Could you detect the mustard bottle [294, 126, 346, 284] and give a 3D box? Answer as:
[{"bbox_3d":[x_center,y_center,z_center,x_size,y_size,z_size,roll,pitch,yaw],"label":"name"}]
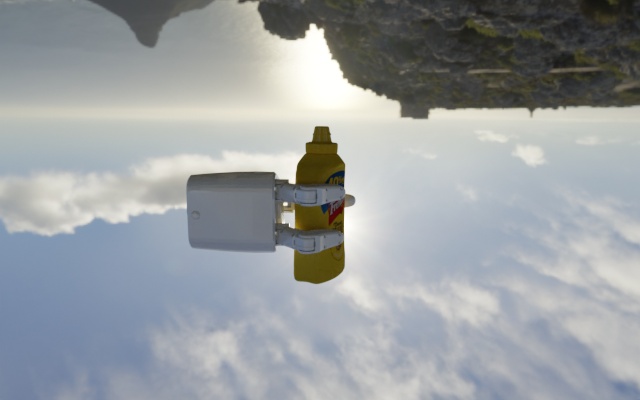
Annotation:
[{"bbox_3d":[0.000,0.002,0.609,0.058,0.191,0.096,5,11,25],"label":"mustard bottle"}]
